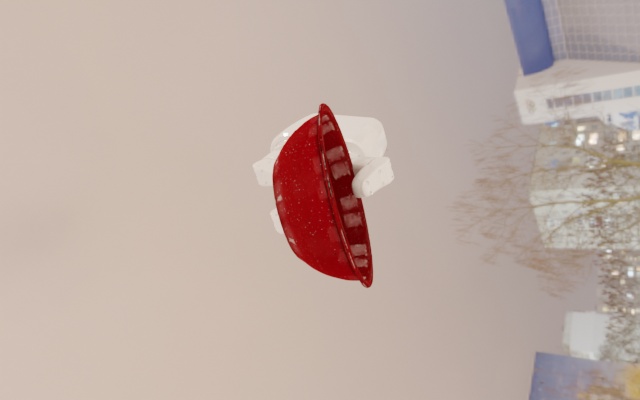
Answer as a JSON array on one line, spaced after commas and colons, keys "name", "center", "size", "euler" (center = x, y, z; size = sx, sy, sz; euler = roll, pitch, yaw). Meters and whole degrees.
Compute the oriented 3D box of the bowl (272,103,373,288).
[{"name": "bowl", "center": [-0.001, 0.002, 0.415], "size": [0.055, 0.162, 0.162], "euler": [-14, -3, 11]}]
